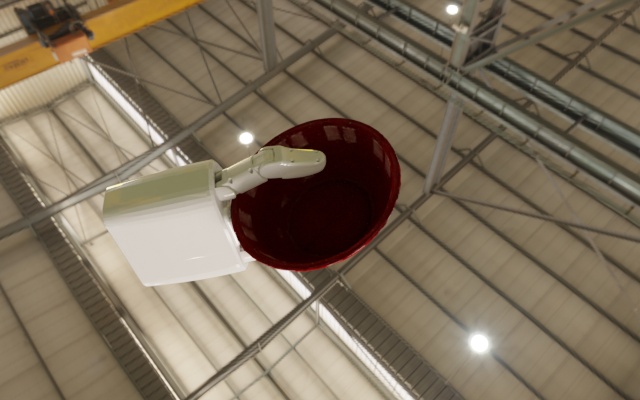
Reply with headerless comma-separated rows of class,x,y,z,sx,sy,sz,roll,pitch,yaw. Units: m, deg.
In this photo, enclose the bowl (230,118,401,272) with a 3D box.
bowl,0.001,0.002,0.446,0.162,0.162,0.055,0,-31,23
